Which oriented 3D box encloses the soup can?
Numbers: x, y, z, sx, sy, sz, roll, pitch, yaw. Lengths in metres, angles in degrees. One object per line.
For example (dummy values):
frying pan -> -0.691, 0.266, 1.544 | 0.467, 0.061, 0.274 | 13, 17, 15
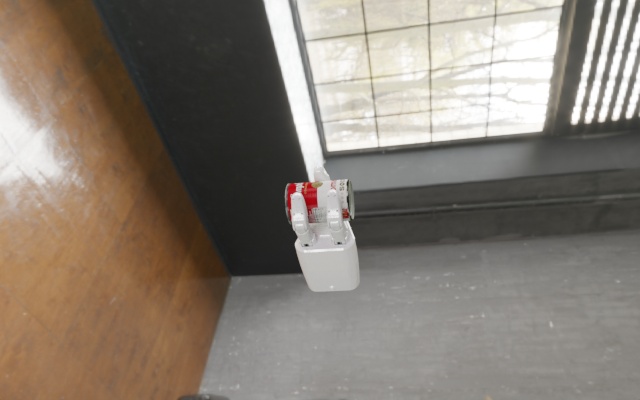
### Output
soup can -> 0.000, 0.002, 0.773 | 0.102, 0.068, 0.068 | -4, -1, 10
